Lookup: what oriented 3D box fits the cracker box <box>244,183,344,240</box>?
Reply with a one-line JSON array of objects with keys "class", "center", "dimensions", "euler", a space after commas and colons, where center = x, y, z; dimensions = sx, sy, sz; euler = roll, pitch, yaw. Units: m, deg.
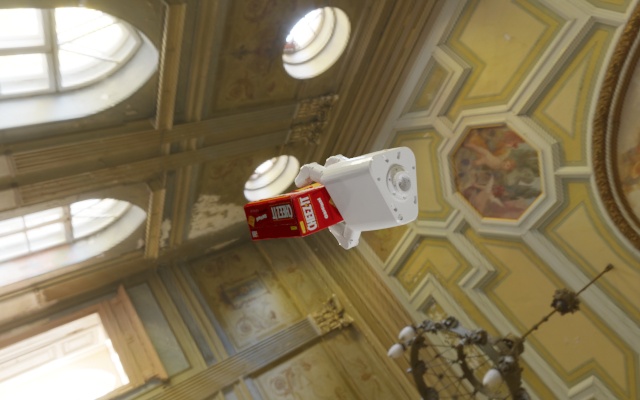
[{"class": "cracker box", "center": [0.000, 0.003, 0.821], "dimensions": [0.213, 0.072, 0.164], "euler": [-18, 4, -36]}]
